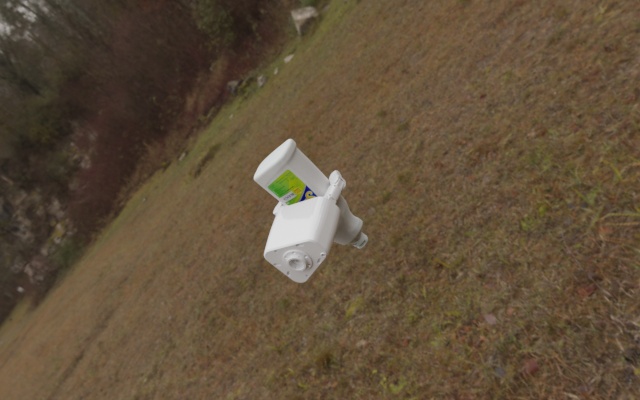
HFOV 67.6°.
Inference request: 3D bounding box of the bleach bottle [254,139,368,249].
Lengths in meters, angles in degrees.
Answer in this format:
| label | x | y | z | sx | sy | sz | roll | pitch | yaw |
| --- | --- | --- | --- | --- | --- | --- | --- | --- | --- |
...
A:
| label | x | y | z | sx | sy | sz | roll | pitch | yaw |
| --- | --- | --- | --- | --- | --- | --- | --- | --- | --- |
| bleach bottle | 0.000 | 0.003 | 0.896 | 0.251 | 0.068 | 0.102 | 41 | -52 | -20 |
